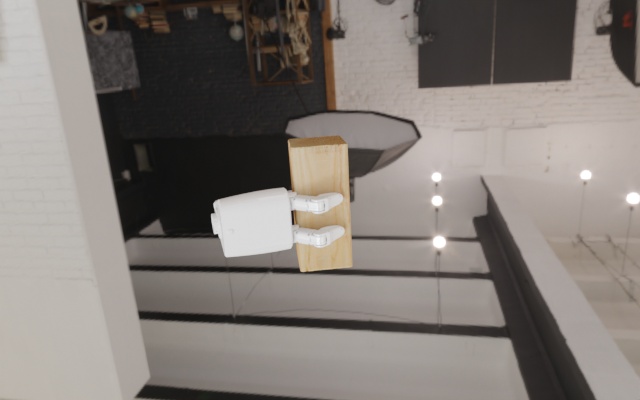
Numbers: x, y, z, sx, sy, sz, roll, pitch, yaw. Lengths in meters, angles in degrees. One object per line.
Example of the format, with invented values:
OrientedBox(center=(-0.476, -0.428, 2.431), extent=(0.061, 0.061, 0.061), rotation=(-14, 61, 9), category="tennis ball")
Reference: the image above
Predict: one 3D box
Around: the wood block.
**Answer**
OrientedBox(center=(0.000, 0.003, 0.796), extent=(0.090, 0.206, 0.090), rotation=(-5, 17, -5), category="wood block")
